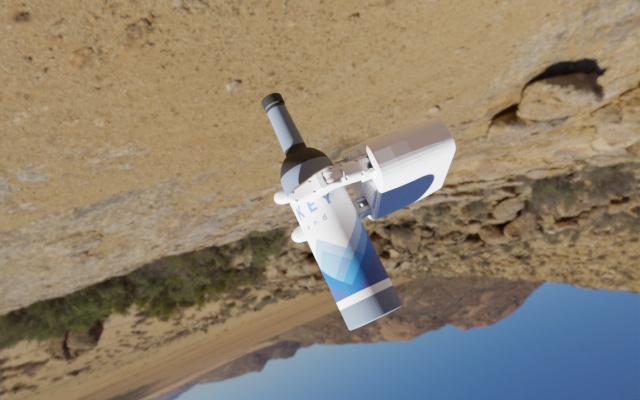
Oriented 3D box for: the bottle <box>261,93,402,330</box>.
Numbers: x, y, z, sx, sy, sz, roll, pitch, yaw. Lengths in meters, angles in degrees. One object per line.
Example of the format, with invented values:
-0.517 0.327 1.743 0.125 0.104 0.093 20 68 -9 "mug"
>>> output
0.000 0.002 0.566 0.069 0.295 0.069 -24 -13 -6 "bottle"
